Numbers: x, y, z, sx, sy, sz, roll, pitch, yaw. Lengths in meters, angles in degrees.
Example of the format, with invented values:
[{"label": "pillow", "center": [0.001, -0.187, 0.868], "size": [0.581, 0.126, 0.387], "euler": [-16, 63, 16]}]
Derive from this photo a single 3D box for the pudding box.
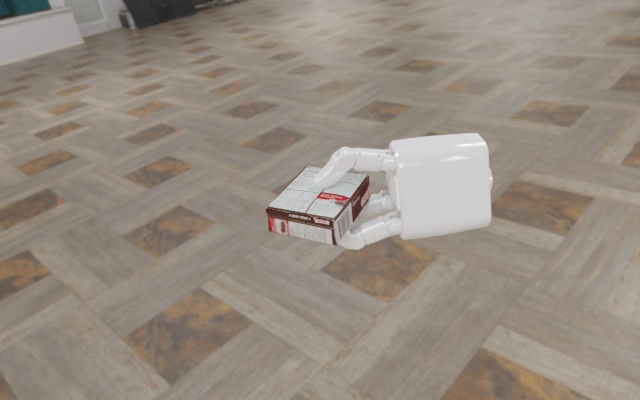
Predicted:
[{"label": "pudding box", "center": [0.000, 0.002, 0.577], "size": [0.090, 0.039, 0.113], "euler": [9, 33, 24]}]
